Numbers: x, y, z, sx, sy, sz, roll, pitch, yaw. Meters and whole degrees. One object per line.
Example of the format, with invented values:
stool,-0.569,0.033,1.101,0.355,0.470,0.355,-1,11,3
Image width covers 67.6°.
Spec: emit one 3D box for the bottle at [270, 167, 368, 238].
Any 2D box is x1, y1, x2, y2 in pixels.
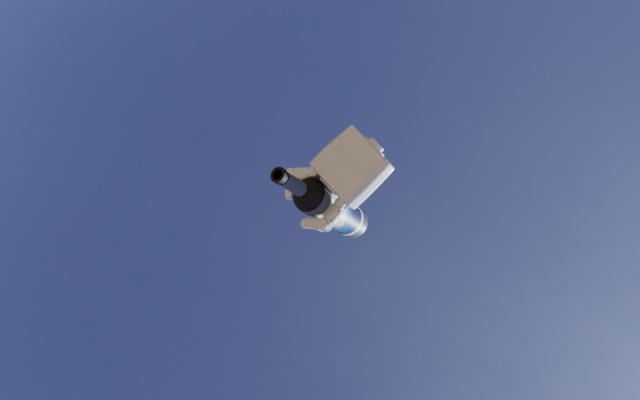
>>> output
bottle,0.000,0.003,0.891,0.069,0.069,0.296,0,-18,30
